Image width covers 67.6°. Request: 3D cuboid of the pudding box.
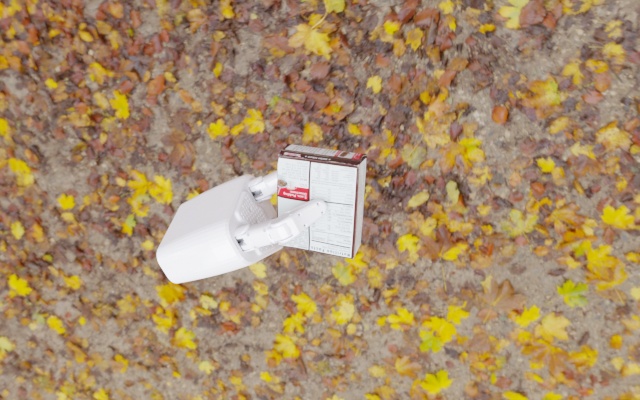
[{"bbox_3d":[0.000,0.002,0.512,0.090,0.113,0.039,9,28,14],"label":"pudding box"}]
